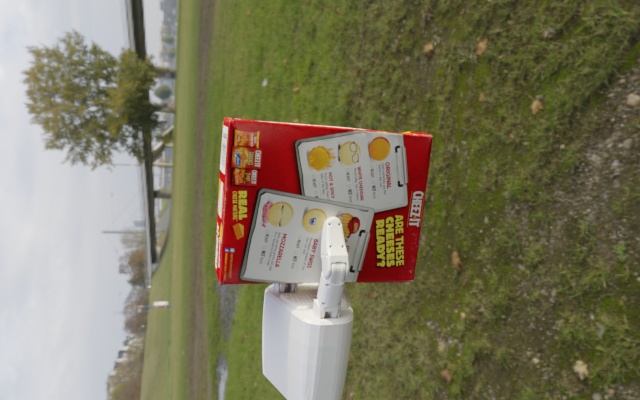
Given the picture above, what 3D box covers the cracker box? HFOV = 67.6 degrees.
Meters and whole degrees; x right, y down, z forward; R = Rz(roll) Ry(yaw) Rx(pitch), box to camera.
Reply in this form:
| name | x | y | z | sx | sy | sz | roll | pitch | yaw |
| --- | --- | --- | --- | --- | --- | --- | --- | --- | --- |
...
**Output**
| name | x | y | z | sx | sy | sz | roll | pitch | yaw |
| --- | --- | --- | --- | --- | --- | --- | --- | --- | --- |
| cracker box | 0.000 | 0.002 | 0.510 | 0.214 | 0.164 | 0.072 | 2 | 12 | -18 |
